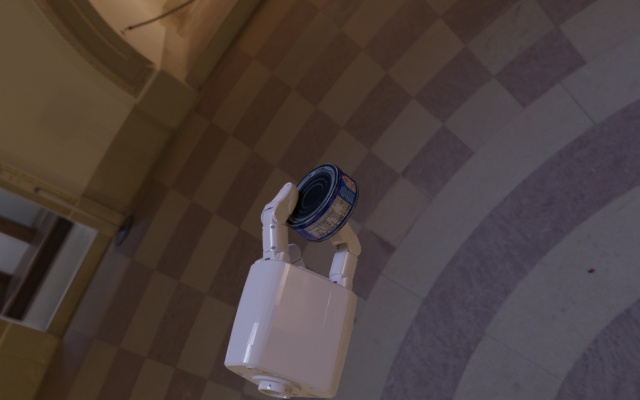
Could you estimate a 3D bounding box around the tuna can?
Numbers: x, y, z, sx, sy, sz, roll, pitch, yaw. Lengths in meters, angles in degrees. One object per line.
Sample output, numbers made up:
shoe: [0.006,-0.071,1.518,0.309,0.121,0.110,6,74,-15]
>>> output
tuna can: [0.000,0.001,0.529,0.034,0.086,0.086,38,-20,-28]
